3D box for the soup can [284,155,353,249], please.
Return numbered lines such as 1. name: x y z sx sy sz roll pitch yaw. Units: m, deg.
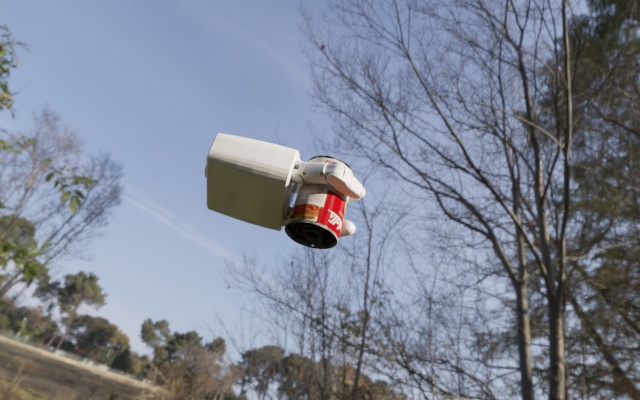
1. soup can: 0.001 0.002 0.612 0.068 0.102 0.068 12 -30 7
